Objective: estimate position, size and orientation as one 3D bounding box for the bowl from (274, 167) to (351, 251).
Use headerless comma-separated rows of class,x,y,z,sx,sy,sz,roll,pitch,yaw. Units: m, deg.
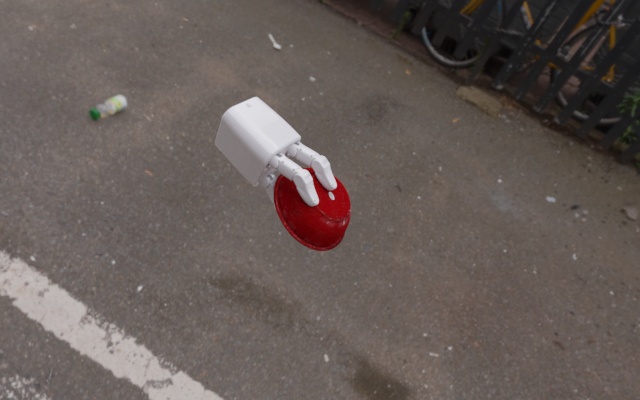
bowl,0.001,0.003,0.822,0.162,0.162,0.055,0,-25,-45
